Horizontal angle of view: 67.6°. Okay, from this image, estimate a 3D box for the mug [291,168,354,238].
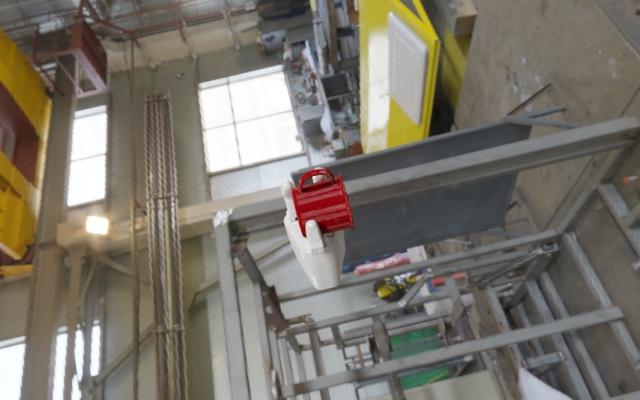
[{"bbox_3d":[0.000,0.001,0.743,0.081,0.117,0.093,-14,39,-1],"label":"mug"}]
